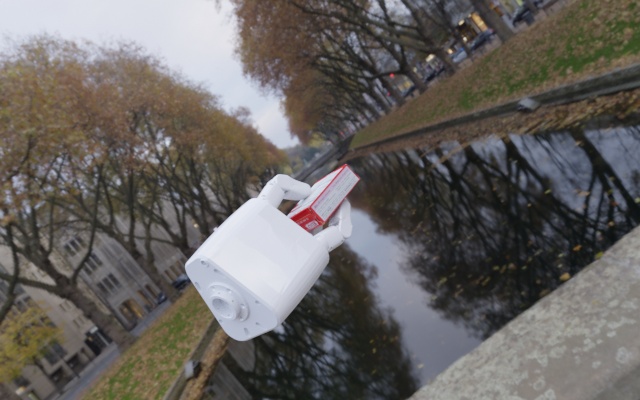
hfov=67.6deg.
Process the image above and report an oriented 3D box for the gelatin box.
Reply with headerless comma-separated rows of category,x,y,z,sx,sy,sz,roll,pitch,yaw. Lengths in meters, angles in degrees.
gelatin box,0.000,0.001,0.597,0.089,0.030,0.073,-51,12,-34
